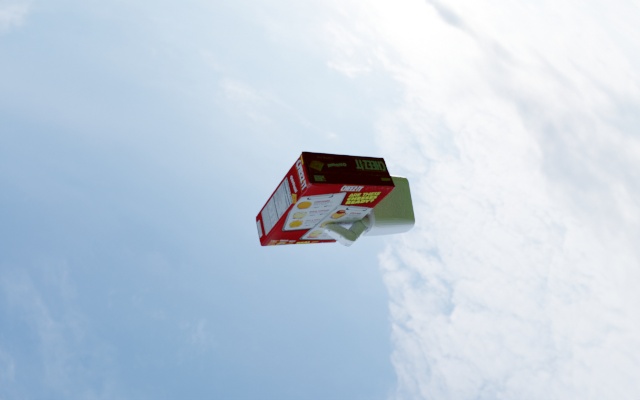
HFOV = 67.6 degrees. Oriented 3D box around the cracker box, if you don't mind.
[{"bbox_3d":[0.000,0.003,0.837,0.164,0.072,0.214,1,-31,-31],"label":"cracker box"}]
